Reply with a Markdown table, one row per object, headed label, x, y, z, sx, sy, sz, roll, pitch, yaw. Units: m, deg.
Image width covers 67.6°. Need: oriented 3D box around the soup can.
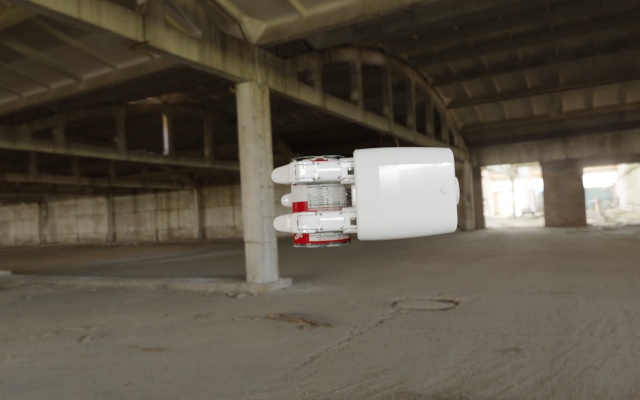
| label | x | y | z | sx | sy | sz | roll | pitch | yaw |
| --- | --- | --- | --- | --- | --- | --- | --- | --- | --- |
| soup can | 0.000 | 0.002 | 0.562 | 0.068 | 0.102 | 0.068 | -3 | -1 | 0 |
